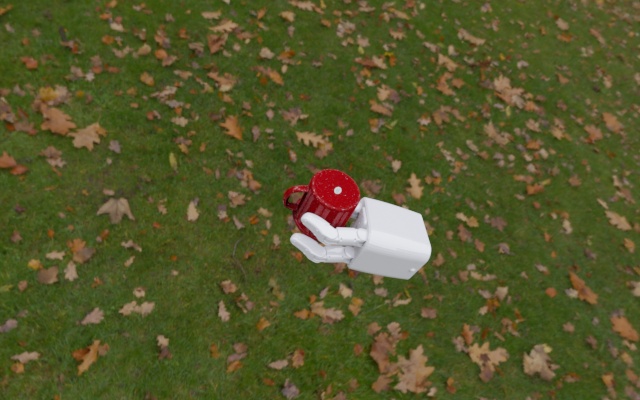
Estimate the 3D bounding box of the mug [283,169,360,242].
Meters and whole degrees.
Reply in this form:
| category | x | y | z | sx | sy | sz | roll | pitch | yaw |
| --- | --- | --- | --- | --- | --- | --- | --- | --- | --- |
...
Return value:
| category | x | y | z | sx | sy | sz | roll | pitch | yaw |
| --- | --- | --- | --- | --- | --- | --- | --- | --- | --- |
| mug | -0.001 | 0.002 | 0.744 | 0.117 | 0.093 | 0.081 | 14 | -40 | -13 |
